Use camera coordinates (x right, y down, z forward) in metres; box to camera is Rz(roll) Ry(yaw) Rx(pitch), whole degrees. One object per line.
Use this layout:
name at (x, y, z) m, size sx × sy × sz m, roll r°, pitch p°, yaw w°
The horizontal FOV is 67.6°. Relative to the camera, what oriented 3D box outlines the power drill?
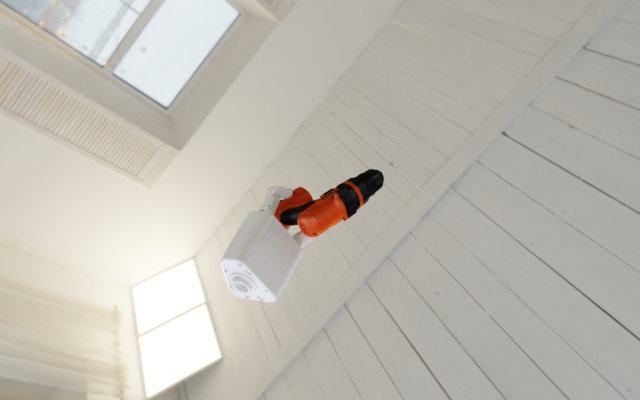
power drill at (0.000, 0.003, 0.837) m, size 0.184 × 0.057 × 0.187 m, roll -32°, pitch 13°, yaw -32°
